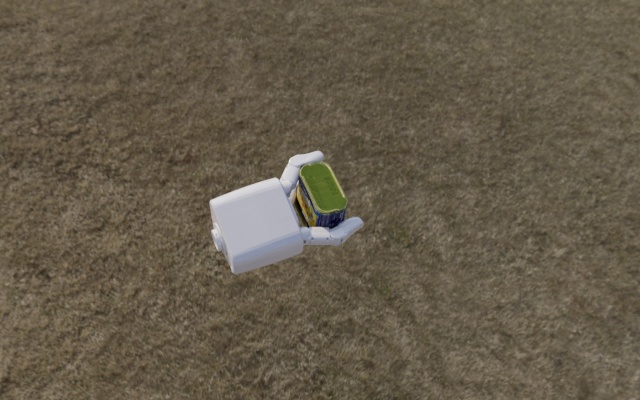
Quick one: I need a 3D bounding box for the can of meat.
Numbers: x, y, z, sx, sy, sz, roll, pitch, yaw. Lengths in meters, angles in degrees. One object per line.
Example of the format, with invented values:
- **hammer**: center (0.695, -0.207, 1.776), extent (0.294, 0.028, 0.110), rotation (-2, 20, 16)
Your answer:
- **can of meat**: center (0.000, 0.002, 0.742), extent (0.057, 0.102, 0.084), rotation (-16, -32, -17)
